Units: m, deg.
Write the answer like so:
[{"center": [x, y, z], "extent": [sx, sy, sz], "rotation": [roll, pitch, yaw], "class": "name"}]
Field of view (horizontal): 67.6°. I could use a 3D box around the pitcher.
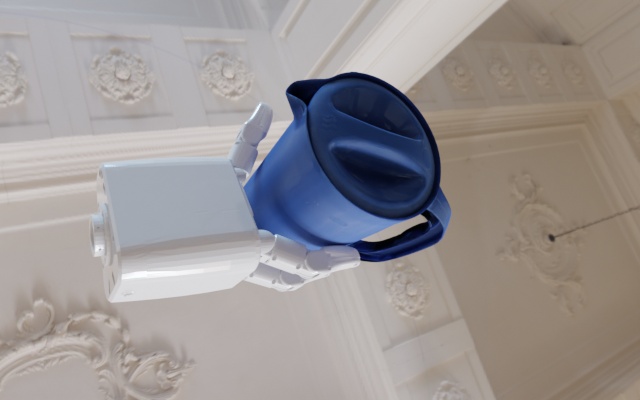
[{"center": [0.000, 0.002, 0.477], "extent": [0.145, 0.149, 0.243], "rotation": [-5, -19, -32], "class": "pitcher"}]
